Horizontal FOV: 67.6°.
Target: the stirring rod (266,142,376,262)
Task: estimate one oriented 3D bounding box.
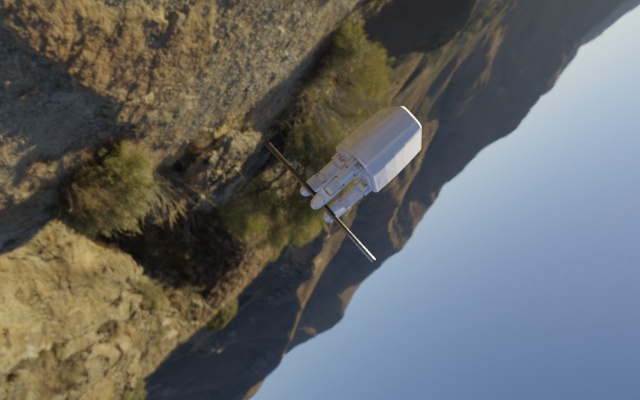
[{"bbox_3d":[0.000,0.002,0.729,0.011,0.239,0.011,-42,-3,-3],"label":"stirring rod"}]
